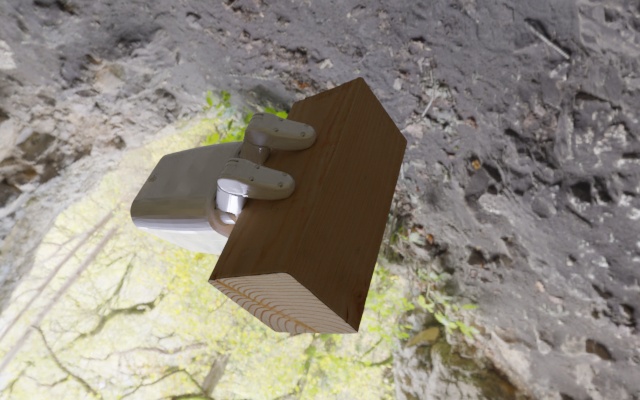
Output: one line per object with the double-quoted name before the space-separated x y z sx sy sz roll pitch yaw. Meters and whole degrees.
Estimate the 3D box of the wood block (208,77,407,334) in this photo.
"wood block" 0.000 0.002 0.420 0.090 0.206 0.091 -12 -45 38
